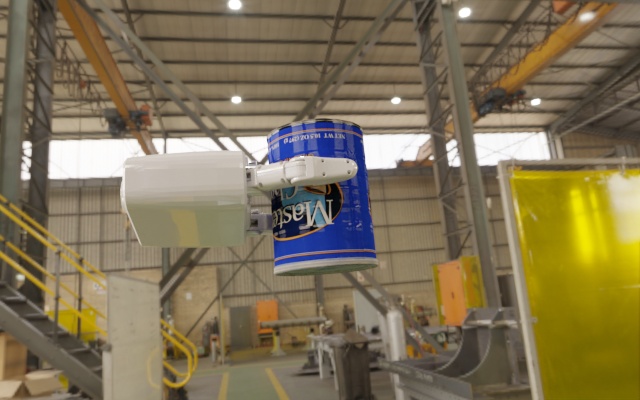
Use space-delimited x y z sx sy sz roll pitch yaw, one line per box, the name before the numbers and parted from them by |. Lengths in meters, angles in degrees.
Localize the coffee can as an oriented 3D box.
coffee can | 0.000 0.002 0.484 0.103 0.140 0.103 -5 -12 -1
